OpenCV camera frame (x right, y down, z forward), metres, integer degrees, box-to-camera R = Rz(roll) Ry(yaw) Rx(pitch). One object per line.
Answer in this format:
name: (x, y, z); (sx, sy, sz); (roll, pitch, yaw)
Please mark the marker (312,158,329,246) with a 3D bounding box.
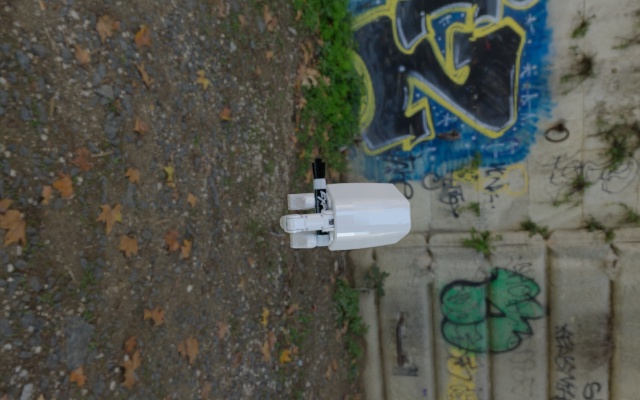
marker: (0.000, 0.002, 0.663); (0.020, 0.121, 0.020); (-3, 3, 0)
